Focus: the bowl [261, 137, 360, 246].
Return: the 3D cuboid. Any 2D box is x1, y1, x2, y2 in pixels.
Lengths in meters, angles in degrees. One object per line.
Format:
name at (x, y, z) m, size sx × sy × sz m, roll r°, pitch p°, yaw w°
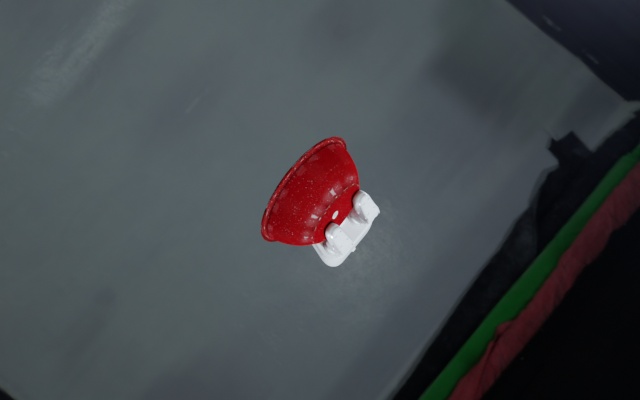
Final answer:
bowl at (0.000, 0.002, 0.598) m, size 0.055 × 0.162 × 0.162 m, roll 37°, pitch 14°, yaw 19°
